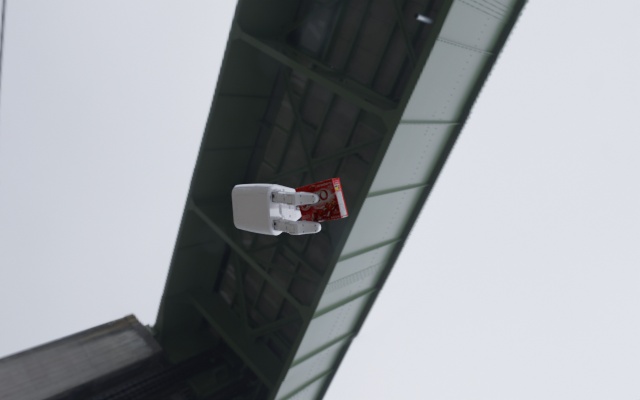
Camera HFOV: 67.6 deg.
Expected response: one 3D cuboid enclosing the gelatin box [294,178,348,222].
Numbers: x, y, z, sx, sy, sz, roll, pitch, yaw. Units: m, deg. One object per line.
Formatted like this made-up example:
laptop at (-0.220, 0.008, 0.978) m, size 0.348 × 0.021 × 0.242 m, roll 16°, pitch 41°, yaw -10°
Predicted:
gelatin box at (0.001, 0.003, 0.886) m, size 0.089 × 0.073 × 0.030 m, roll -13°, pitch 1°, yaw 33°
